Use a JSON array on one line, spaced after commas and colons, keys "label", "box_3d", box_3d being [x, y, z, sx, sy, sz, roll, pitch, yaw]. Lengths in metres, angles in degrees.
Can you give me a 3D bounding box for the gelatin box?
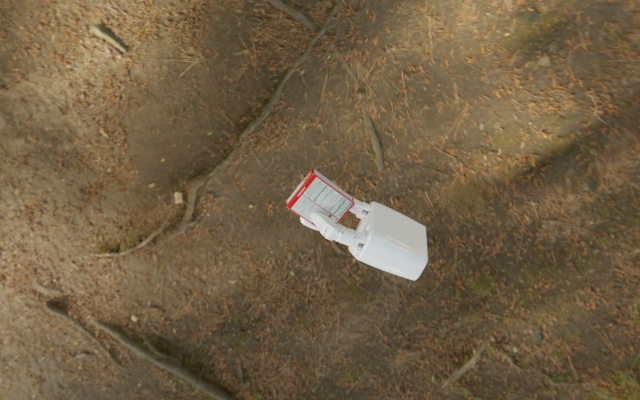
[{"label": "gelatin box", "box_3d": [0.000, 0.003, 0.786, 0.089, 0.073, 0.030, 35, 18, -16]}]
